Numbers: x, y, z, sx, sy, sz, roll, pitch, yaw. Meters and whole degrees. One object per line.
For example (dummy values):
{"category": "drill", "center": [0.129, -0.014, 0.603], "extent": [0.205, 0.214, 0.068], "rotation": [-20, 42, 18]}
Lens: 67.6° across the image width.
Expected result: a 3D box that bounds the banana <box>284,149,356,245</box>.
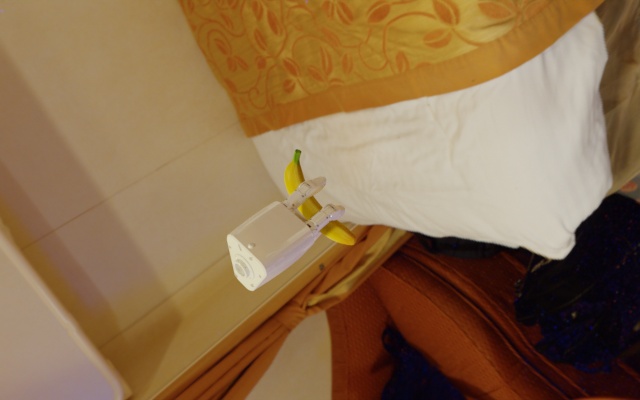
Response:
{"category": "banana", "center": [-0.012, 0.007, 0.864], "extent": [0.037, 0.198, 0.070], "rotation": [-32, -3, -41]}
